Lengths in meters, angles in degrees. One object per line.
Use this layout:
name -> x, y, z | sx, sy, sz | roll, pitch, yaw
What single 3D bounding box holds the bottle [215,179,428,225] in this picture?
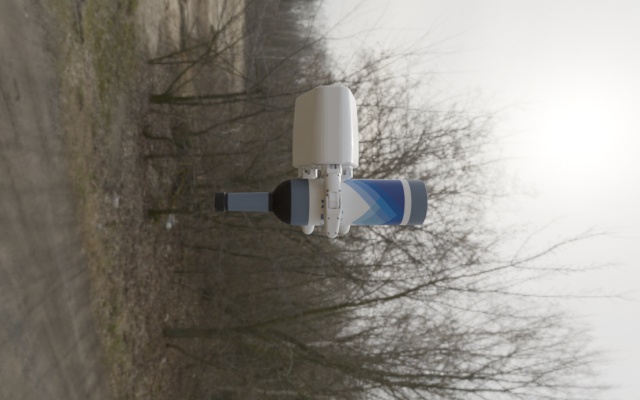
bottle -> 0.000, 0.002, 0.682 | 0.296, 0.069, 0.069 | 0, 0, -6
